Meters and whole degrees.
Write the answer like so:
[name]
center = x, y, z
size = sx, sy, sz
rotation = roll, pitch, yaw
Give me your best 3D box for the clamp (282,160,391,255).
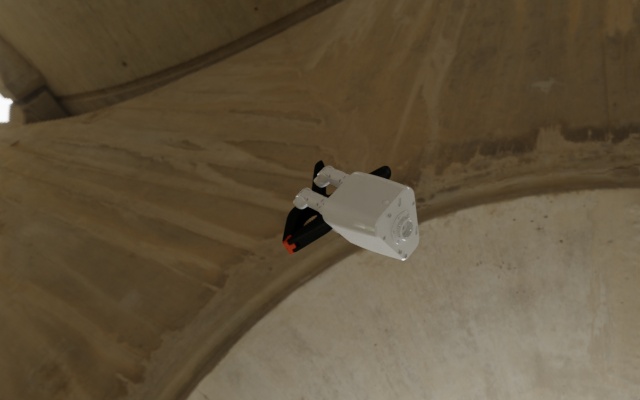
[clamp]
center = 0.000, 0.004, 0.806
size = 0.164, 0.036, 0.210
rotation = 16, 55, 48
